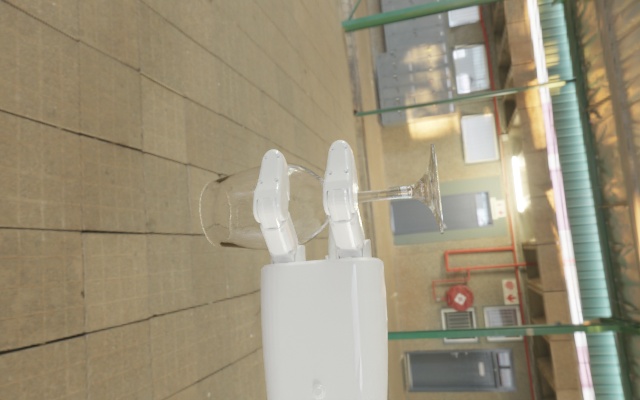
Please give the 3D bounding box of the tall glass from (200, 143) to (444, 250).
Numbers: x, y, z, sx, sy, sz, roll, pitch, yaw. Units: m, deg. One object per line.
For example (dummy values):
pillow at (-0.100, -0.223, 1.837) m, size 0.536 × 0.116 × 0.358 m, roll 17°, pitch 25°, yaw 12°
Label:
tall glass at (0.001, 0.001, 0.412) m, size 0.201 × 0.079 × 0.079 m, roll -6°, pitch -2°, yaw 15°
